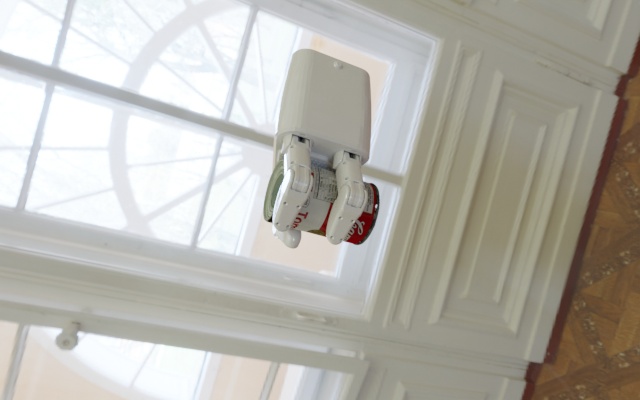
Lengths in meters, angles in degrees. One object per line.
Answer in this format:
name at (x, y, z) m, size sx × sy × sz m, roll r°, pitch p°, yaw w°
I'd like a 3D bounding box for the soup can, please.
soup can at (0.000, 0.002, 0.488) m, size 0.102 × 0.068 × 0.068 m, roll 15°, pitch -5°, yaw -19°
